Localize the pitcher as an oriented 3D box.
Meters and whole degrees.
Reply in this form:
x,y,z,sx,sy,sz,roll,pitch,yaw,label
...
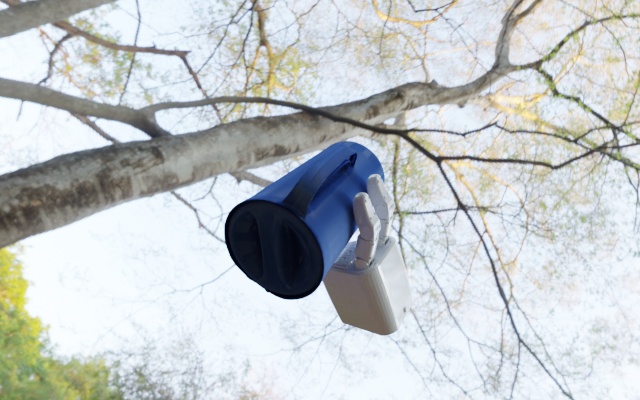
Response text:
x,y,z,sx,sy,sz,roll,pitch,yaw,label
0.000,0.002,0.625,0.149,0.145,0.242,-9,21,33,pitcher
